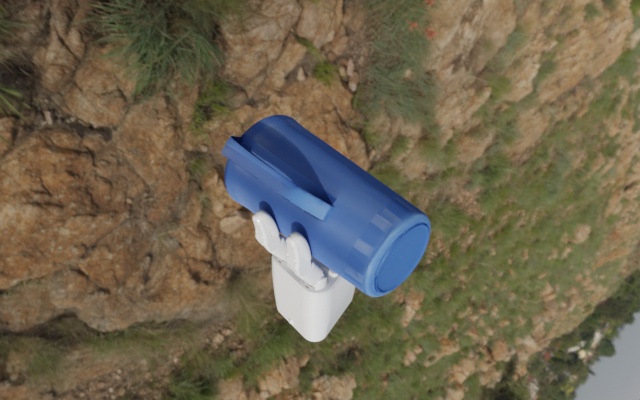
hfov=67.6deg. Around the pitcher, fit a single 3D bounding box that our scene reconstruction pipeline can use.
[{"bbox_3d":[0.000,0.002,0.565,0.149,0.145,0.242,-30,50,-33],"label":"pitcher"}]
